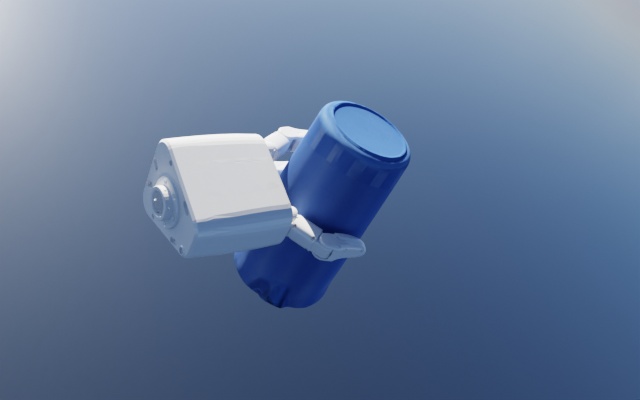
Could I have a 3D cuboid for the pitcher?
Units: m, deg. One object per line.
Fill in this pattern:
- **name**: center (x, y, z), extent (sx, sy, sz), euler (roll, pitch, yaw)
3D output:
- **pitcher**: center (0.000, 0.002, 0.571), extent (0.145, 0.149, 0.243), euler (-7, -39, -41)
